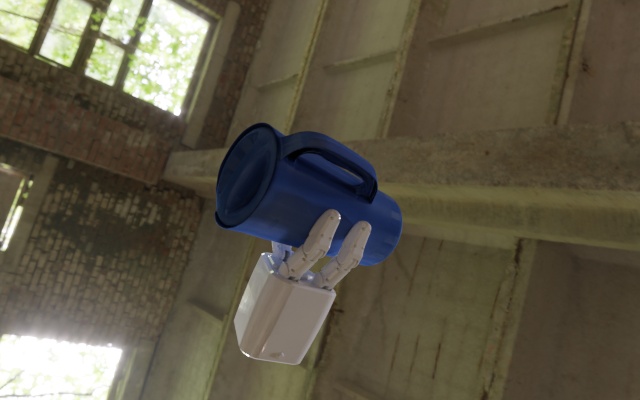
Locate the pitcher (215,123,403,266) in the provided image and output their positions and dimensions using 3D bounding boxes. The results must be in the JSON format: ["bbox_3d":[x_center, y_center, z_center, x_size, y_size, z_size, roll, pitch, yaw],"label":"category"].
[{"bbox_3d":[0.000,0.002,0.618,0.243,0.145,0.149,23,2,-36],"label":"pitcher"}]
